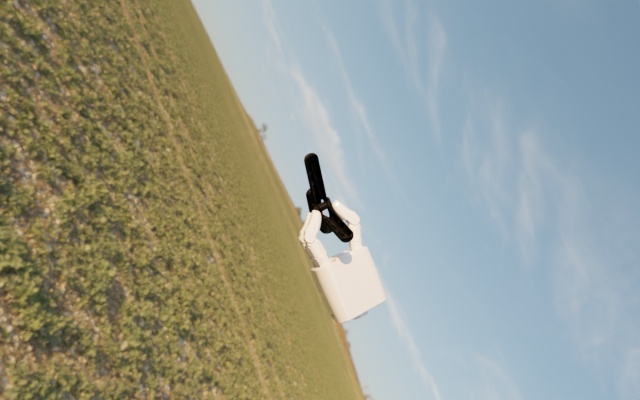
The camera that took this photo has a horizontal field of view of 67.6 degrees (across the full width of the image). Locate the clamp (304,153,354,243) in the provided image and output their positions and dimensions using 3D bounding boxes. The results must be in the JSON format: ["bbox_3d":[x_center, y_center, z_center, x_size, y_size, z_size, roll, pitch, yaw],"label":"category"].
[{"bbox_3d":[0.001,0.003,0.888,0.036,0.164,0.210,-22,-2,-11],"label":"clamp"}]
